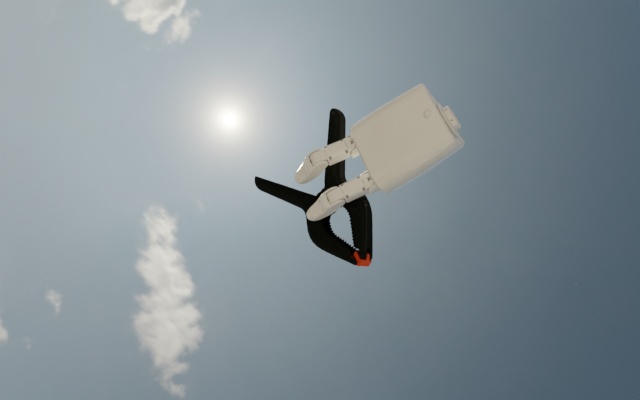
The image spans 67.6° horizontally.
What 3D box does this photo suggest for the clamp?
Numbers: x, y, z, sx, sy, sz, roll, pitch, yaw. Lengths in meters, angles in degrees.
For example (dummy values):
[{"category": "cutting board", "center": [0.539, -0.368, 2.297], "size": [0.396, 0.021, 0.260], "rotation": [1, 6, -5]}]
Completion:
[{"category": "clamp", "center": [0.001, 0.003, 0.643], "size": [0.164, 0.210, 0.036], "rotation": [-33, -22, 23]}]
